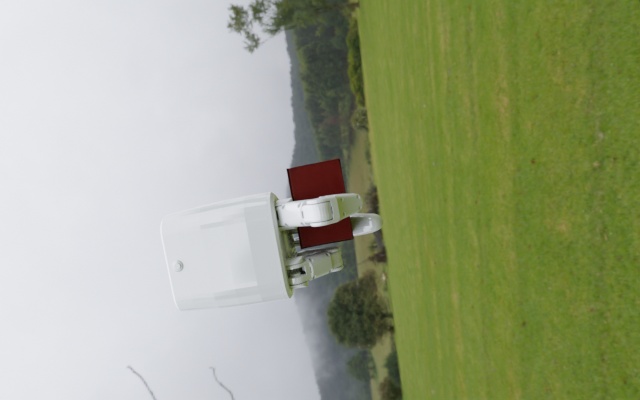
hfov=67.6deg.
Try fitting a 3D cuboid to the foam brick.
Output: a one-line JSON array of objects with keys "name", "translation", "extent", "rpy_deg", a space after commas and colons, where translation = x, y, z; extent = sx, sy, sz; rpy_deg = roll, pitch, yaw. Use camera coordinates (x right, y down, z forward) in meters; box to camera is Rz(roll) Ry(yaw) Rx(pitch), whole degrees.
[{"name": "foam brick", "translation": [0.000, 0.001, 0.460], "extent": [0.051, 0.078, 0.053], "rpy_deg": [-10, 3, 3]}]
